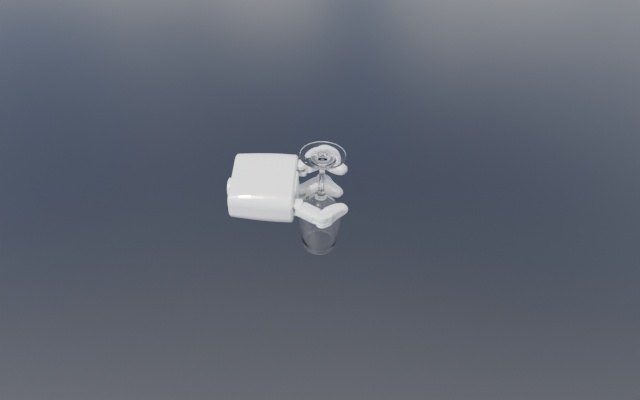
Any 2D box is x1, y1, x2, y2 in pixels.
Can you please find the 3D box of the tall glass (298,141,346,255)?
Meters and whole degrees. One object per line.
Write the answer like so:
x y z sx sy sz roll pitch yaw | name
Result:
0.000 0.002 0.816 0.079 0.201 0.079 1 41 -1 | tall glass
